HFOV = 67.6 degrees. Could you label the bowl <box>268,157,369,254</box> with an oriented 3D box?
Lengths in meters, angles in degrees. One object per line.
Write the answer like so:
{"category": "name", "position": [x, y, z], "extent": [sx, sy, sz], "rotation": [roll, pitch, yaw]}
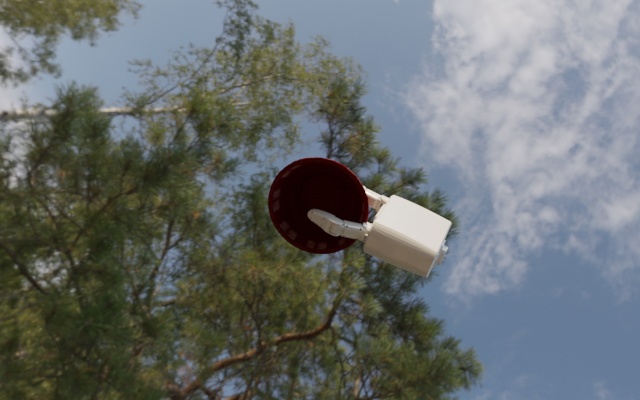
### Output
{"category": "bowl", "position": [-0.001, 0.002, 0.768], "extent": [0.162, 0.162, 0.055], "rotation": [0, 20, 12]}
